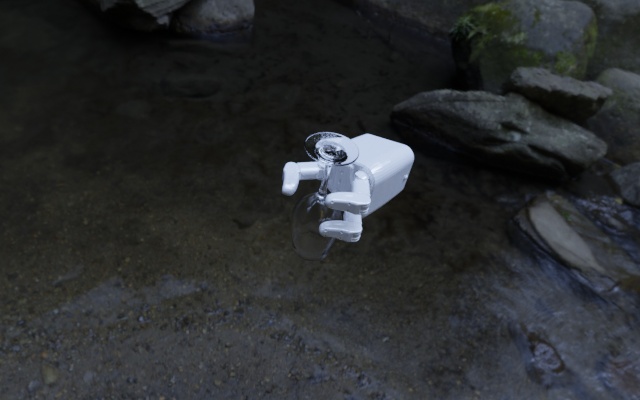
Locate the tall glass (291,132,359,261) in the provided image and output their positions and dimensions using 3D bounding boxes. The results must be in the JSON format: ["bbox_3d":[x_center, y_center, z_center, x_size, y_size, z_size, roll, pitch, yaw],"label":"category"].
[{"bbox_3d":[0.000,0.002,0.705,0.079,0.201,0.079,7,42,-6],"label":"tall glass"}]
